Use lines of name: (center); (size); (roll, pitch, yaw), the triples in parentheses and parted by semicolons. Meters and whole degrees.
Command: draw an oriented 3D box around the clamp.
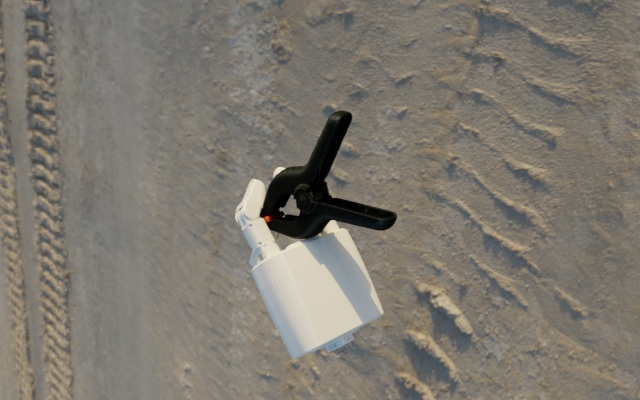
clamp: (0.000, 0.002, 0.494); (0.039, 0.120, 0.171); (-13, -19, -44)
